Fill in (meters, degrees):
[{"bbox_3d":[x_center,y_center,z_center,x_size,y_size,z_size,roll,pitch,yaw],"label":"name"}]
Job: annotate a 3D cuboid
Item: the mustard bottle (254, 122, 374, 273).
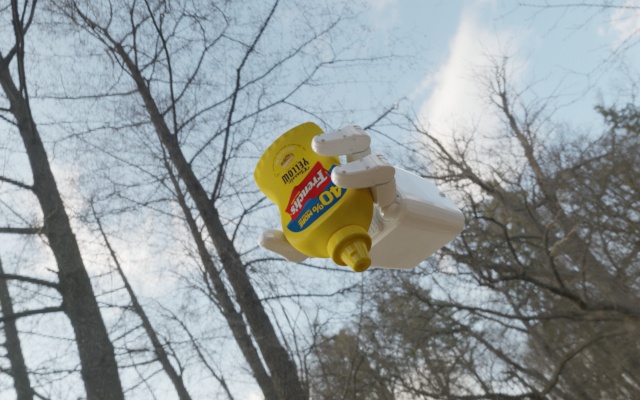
[{"bbox_3d":[0.000,0.001,0.485,0.058,0.096,0.191,43,9,-44],"label":"mustard bottle"}]
